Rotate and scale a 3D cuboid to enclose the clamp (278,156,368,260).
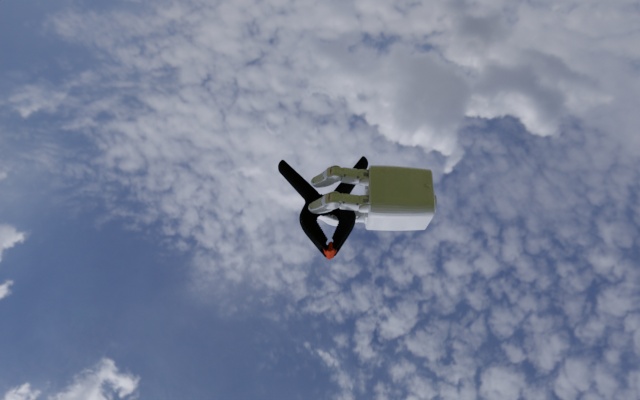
[{"bbox_3d":[0.000,0.004,0.825,0.164,0.209,0.036,2,-36,3],"label":"clamp"}]
